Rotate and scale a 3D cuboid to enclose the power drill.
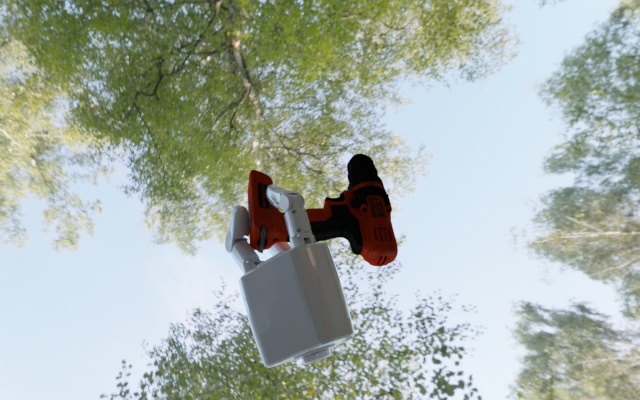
[{"bbox_3d":[0.000,0.002,0.627,0.187,0.184,0.057,1,-44,-11],"label":"power drill"}]
